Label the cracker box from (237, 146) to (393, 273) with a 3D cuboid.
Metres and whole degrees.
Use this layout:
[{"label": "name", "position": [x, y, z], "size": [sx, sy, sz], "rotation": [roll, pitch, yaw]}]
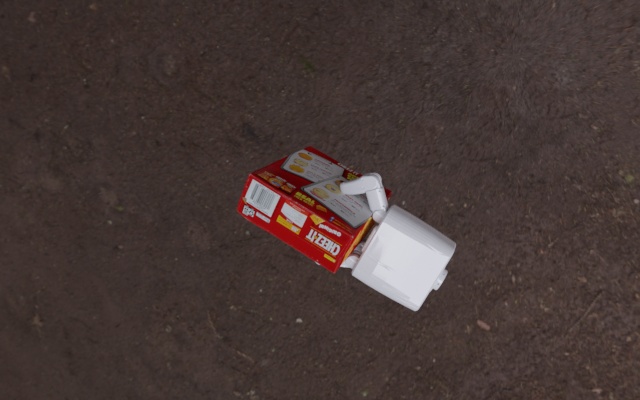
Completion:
[{"label": "cracker box", "position": [0.000, 0.002, 0.716], "size": [0.164, 0.072, 0.213], "rotation": [31, 25, 11]}]
